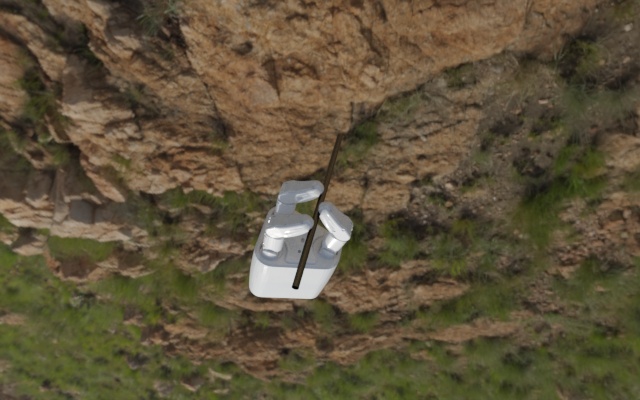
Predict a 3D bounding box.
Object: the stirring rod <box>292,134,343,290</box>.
[{"bbox_3d":[0.000,0.002,0.578,0.011,0.239,0.011,10,-39,8],"label":"stirring rod"}]
